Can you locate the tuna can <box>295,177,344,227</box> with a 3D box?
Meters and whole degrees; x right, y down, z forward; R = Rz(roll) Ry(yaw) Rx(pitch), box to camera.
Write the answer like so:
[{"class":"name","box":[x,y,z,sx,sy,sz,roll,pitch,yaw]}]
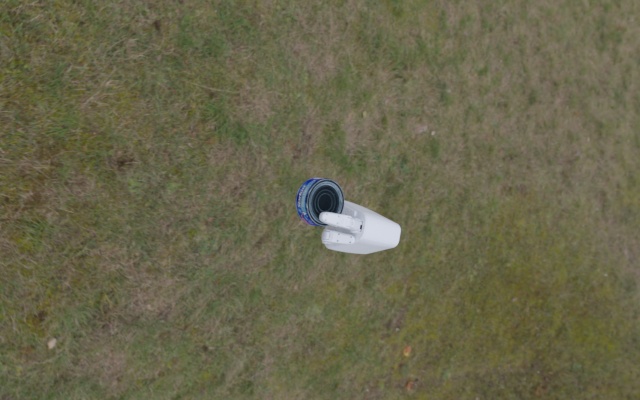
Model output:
[{"class":"tuna can","box":[0.000,0.003,0.836,0.086,0.086,0.034,0,4,-37]}]
